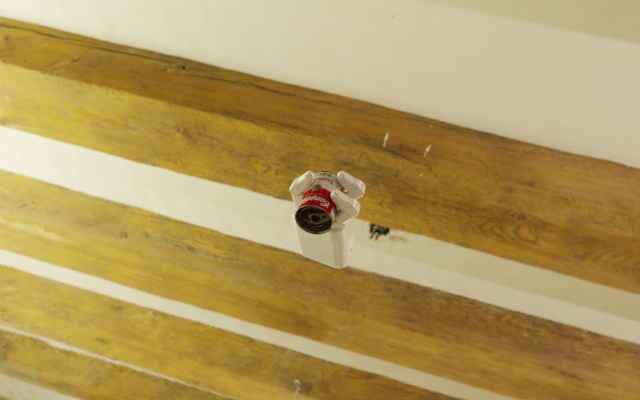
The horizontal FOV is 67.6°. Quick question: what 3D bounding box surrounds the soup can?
[{"bbox_3d":[0.000,0.002,0.864,0.068,0.069,0.102,0,40,19],"label":"soup can"}]
